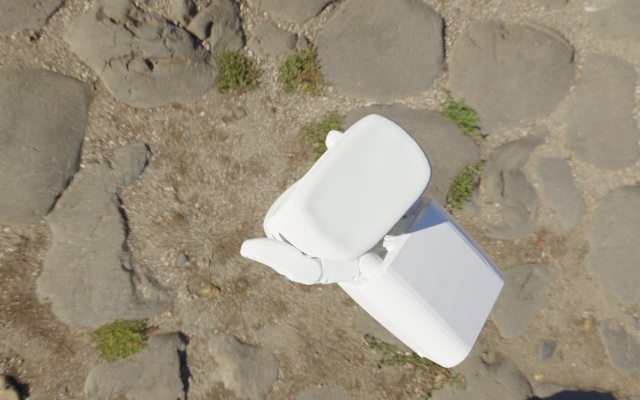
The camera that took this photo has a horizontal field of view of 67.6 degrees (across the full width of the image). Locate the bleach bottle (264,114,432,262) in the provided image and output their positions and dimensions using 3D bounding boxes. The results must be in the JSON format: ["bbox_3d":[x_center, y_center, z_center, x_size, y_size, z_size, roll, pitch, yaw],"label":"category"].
[{"bbox_3d":[0.000,0.001,0.431,0.068,0.102,0.251,44,-12,-7],"label":"bleach bottle"}]
